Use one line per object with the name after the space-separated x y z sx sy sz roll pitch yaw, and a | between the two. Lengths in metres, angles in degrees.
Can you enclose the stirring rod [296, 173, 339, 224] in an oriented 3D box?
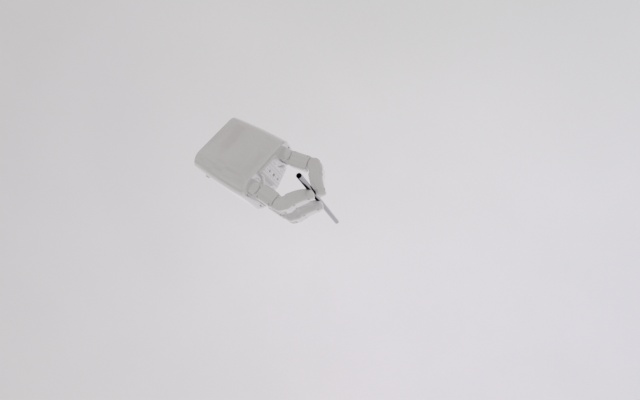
0.000 0.002 0.743 0.011 0.011 0.240 0 -17 14 | stirring rod
